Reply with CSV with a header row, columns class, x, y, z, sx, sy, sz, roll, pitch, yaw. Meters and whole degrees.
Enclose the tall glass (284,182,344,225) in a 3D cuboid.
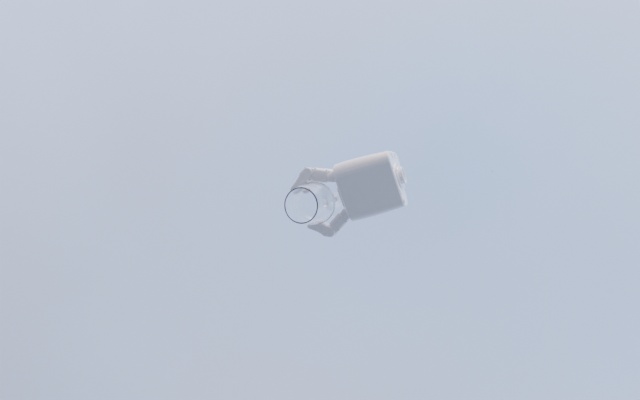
class,x,y,z,sx,sy,sz,roll,pitch,yaw
tall glass,0.000,0.003,0.894,0.079,0.079,0.201,0,3,20
